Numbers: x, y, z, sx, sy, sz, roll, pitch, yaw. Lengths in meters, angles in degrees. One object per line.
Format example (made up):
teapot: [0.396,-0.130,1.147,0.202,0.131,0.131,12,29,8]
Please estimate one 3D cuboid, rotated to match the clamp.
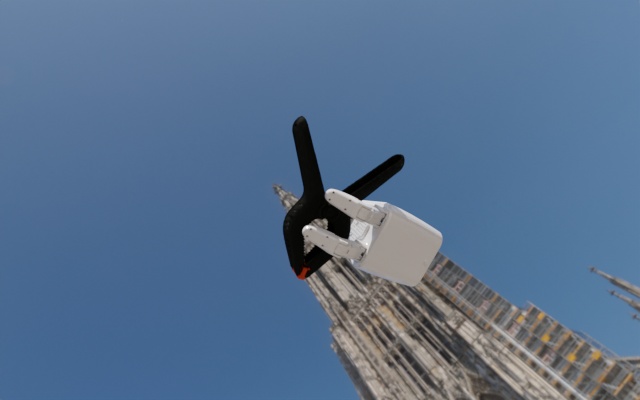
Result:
clamp: [0.000,0.002,0.626,0.164,0.210,0.036,25,9,-25]
